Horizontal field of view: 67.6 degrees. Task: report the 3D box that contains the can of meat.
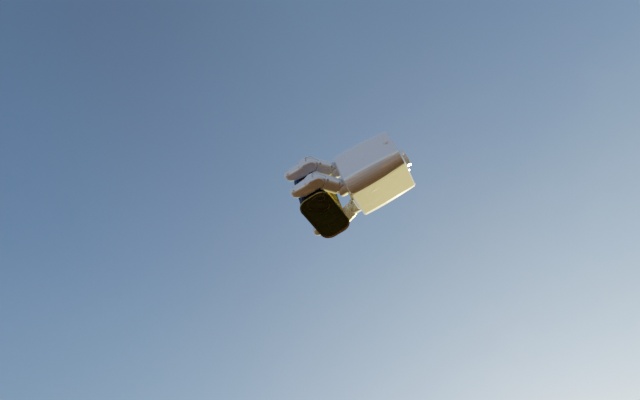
[{"bbox_3d":[0.000,0.003,0.845,0.057,0.102,0.084,-32,37,10],"label":"can of meat"}]
